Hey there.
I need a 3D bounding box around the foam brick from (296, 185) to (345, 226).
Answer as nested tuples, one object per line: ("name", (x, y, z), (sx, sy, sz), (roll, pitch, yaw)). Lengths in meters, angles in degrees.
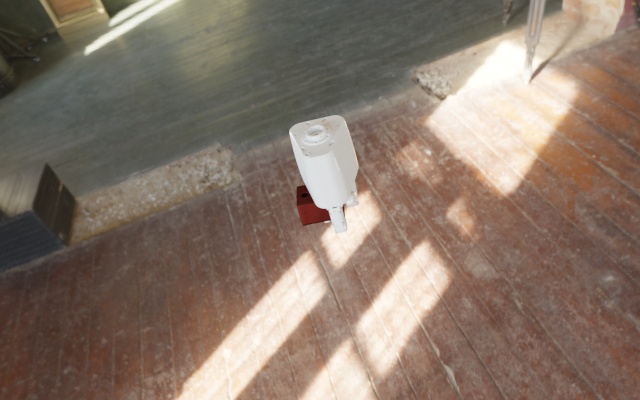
("foam brick", (0.000, 0.003, 0.833), (0.078, 0.051, 0.053), (-11, 43, 8))
